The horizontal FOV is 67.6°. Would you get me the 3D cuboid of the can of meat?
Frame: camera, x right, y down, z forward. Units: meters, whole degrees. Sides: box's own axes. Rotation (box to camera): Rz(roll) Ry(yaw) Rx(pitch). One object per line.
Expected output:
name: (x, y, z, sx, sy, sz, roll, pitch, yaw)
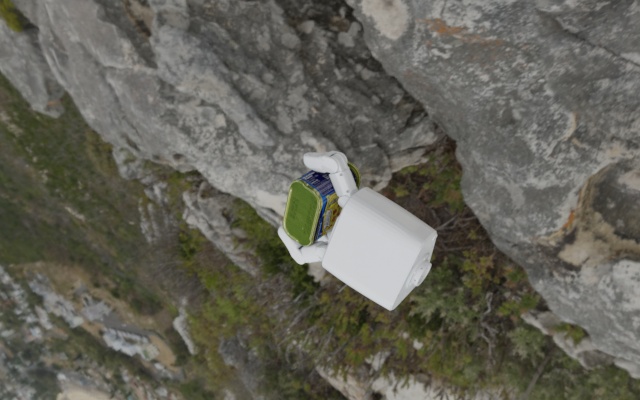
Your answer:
can of meat: (0.000, 0.002, 0.632, 0.057, 0.102, 0.084, 34, 43, 23)
